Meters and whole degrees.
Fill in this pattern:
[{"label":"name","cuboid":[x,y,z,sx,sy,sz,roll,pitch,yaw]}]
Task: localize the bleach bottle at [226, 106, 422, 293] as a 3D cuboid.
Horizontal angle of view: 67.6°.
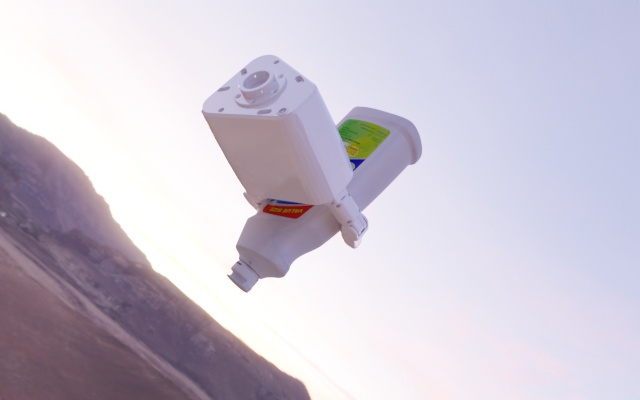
[{"label":"bleach bottle","cuboid":[0.000,0.002,0.524,0.102,0.250,0.068,26,-27,37]}]
